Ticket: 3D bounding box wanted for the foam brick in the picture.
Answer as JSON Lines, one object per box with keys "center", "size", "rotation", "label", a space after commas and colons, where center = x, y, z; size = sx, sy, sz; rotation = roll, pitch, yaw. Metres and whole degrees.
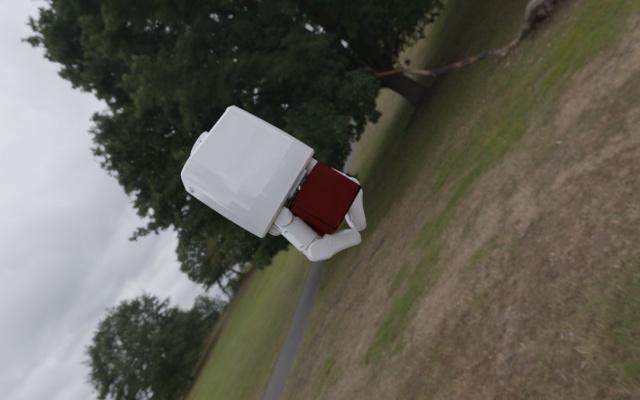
{"center": [0.000, 0.002, 0.498], "size": [0.051, 0.053, 0.078], "rotation": [31, -15, -4], "label": "foam brick"}
